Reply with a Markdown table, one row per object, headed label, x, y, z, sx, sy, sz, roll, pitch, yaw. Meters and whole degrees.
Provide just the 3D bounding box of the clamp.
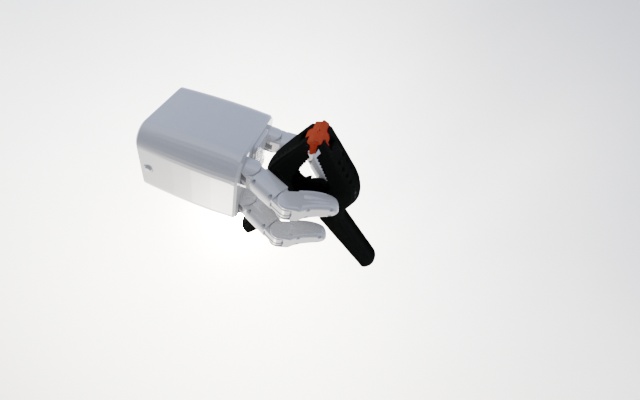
| label | x | y | z | sx | sy | sz | roll | pitch | yaw |
| --- | --- | --- | --- | --- | --- | --- | --- | --- | --- |
| clamp | 0.000 | 0.001 | 0.502 | 0.164 | 0.036 | 0.210 | 19 | -34 | 0 |
